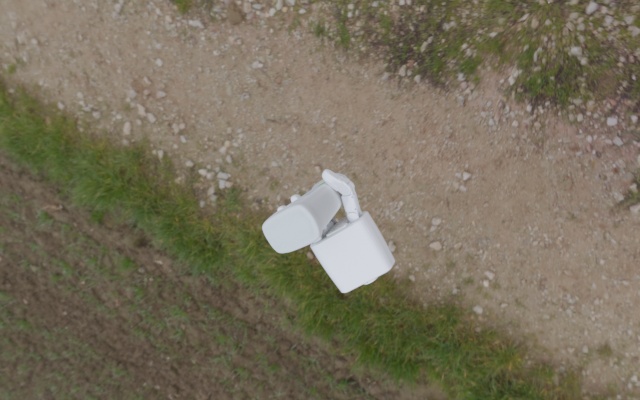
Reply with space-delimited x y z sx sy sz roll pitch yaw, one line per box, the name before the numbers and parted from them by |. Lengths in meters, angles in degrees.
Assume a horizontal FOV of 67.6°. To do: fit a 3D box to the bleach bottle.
bleach bottle | 0.000 0.003 0.841 0.102 0.068 0.250 -26 8 31
